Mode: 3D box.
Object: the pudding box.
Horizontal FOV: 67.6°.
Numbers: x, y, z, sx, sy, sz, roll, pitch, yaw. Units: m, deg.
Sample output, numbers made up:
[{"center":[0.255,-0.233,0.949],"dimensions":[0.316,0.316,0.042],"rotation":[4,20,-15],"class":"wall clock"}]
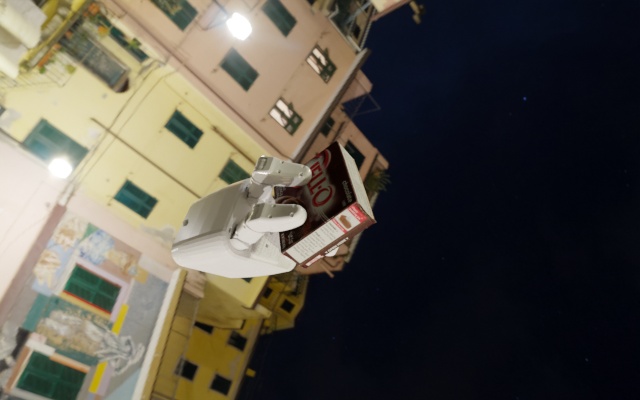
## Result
[{"center":[0.000,0.002,0.483],"dimensions":[0.090,0.113,0.039],"rotation":[-36,-54,17],"class":"pudding box"}]
